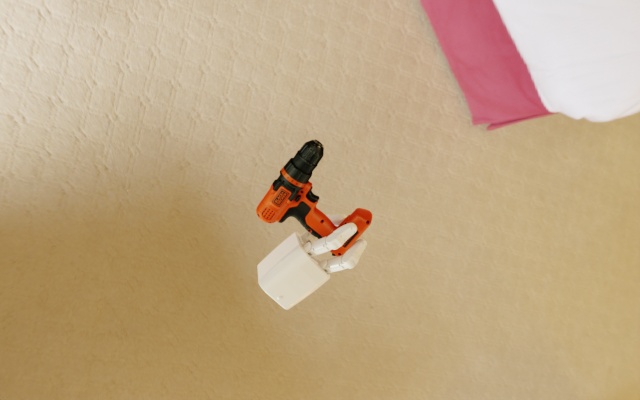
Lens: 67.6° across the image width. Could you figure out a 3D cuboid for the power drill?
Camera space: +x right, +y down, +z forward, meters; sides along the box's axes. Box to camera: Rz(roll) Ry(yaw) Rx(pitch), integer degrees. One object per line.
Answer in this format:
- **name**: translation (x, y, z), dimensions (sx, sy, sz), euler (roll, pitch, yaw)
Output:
- **power drill**: translation (0.000, 0.003, 0.876), dimensions (0.187, 0.184, 0.057), euler (35, 24, -9)
